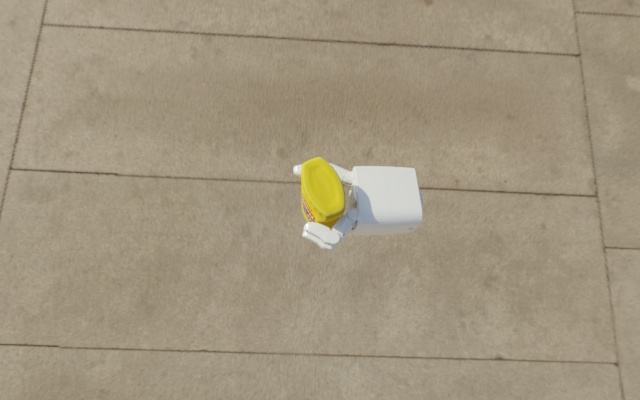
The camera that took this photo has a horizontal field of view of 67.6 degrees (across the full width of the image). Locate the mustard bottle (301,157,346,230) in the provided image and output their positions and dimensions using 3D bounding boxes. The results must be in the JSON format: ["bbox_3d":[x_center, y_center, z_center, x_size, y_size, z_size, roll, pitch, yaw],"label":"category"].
[{"bbox_3d":[0.000,0.003,0.800,0.058,0.096,0.192,-24,-13,-9],"label":"mustard bottle"}]
